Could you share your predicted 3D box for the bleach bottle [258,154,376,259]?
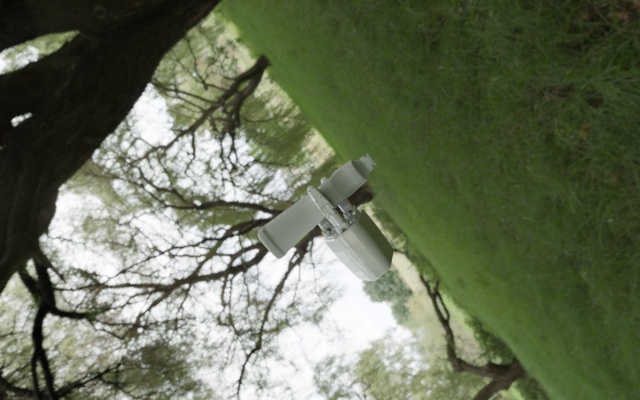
[{"bbox_3d":[0.000,0.003,0.898,0.251,0.068,0.102,-40,4,3],"label":"bleach bottle"}]
